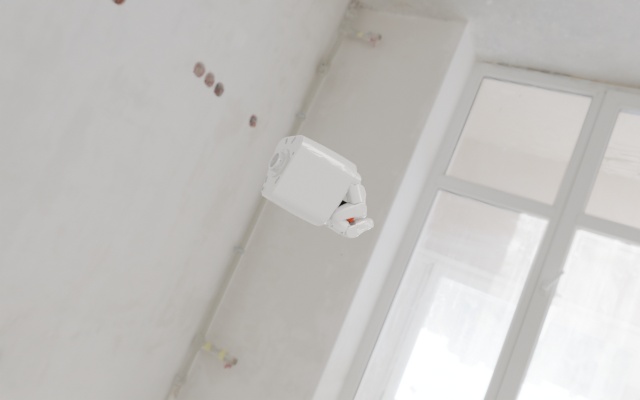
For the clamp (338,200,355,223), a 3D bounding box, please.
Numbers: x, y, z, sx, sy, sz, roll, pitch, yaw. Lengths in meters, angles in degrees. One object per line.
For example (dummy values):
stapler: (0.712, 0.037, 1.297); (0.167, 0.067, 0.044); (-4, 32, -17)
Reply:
clamp: (0.000, 0.003, 0.847); (0.120, 0.039, 0.171); (29, -10, -26)
